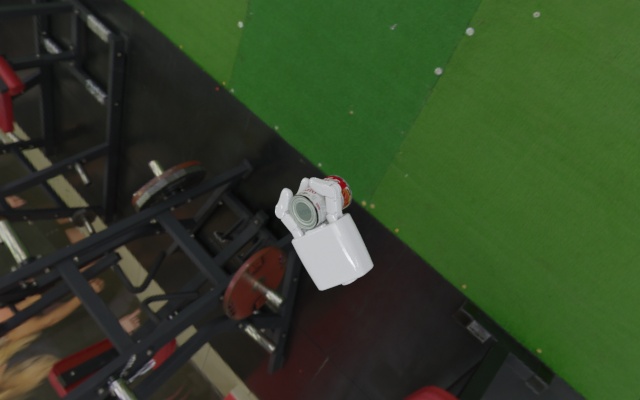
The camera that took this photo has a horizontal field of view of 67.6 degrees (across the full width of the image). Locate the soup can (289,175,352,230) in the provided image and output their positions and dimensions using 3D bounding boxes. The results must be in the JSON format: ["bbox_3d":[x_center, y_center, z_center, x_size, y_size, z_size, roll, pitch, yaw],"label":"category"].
[{"bbox_3d":[0.000,0.002,0.861,0.068,0.068,0.102,0,22,42],"label":"soup can"}]
